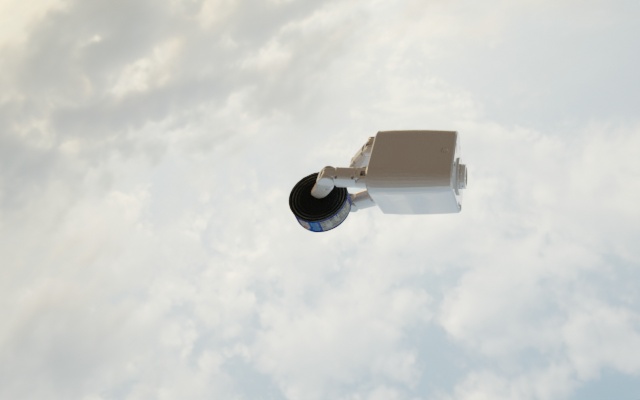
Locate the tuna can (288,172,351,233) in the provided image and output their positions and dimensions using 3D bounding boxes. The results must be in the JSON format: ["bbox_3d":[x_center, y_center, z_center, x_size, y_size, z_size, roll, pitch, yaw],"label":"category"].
[{"bbox_3d":[0.000,0.003,0.679,0.086,0.086,0.034,0,-35,19],"label":"tuna can"}]
